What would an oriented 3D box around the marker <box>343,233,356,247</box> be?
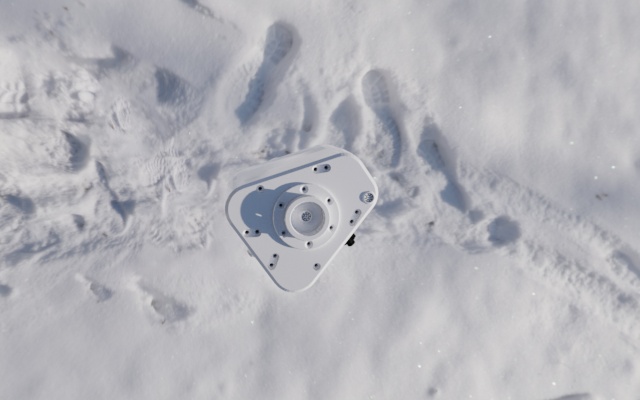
[{"bbox_3d":[0.000,0.002,0.523,0.020,0.121,0.020,-35,11,8],"label":"marker"}]
